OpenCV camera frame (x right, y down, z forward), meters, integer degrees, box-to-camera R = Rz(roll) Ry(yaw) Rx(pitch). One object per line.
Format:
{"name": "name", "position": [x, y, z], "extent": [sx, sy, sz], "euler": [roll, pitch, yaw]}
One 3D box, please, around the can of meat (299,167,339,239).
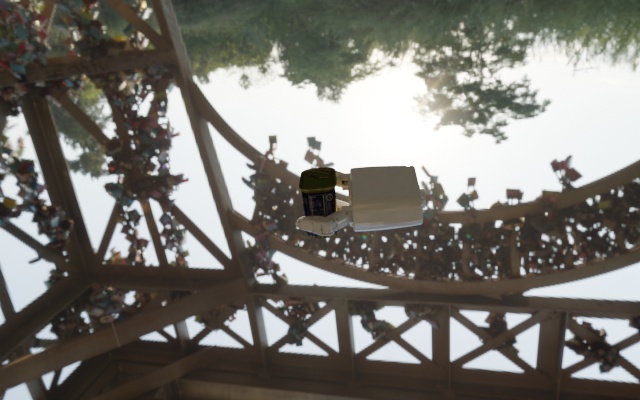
{"name": "can of meat", "position": [0.000, 0.003, 0.760], "extent": [0.057, 0.084, 0.102], "euler": [-5, 22, 2]}
